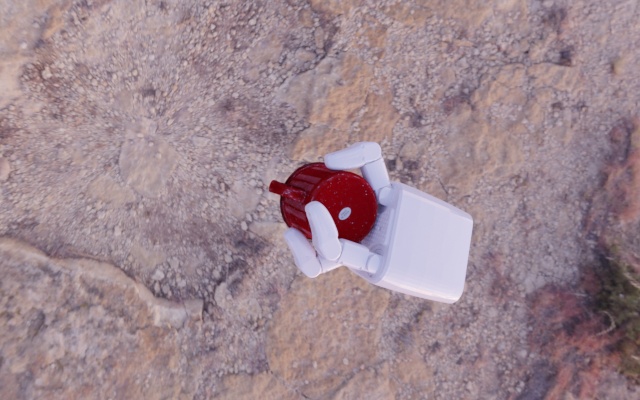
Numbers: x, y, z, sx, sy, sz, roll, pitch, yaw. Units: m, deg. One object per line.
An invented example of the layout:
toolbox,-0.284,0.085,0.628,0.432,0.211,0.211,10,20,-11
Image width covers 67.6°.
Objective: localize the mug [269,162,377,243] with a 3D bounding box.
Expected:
mug,-0.001,0.001,0.520,0.117,0.093,0.081,22,-1,-22
